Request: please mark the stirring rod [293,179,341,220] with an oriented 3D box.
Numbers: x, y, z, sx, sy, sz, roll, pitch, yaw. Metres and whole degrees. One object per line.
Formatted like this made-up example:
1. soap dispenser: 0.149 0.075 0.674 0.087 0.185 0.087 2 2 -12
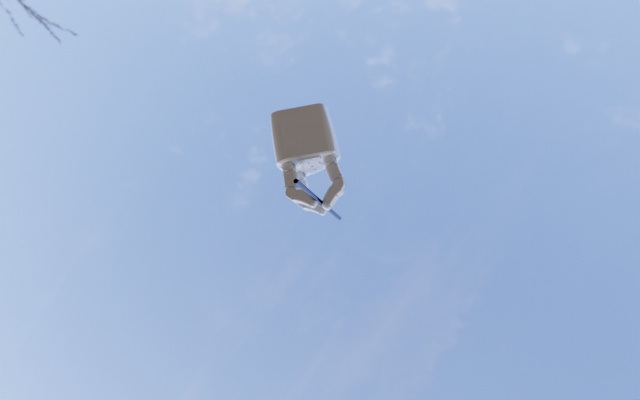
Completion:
1. stirring rod: 0.000 0.003 0.833 0.011 0.011 0.239 0 -16 19
